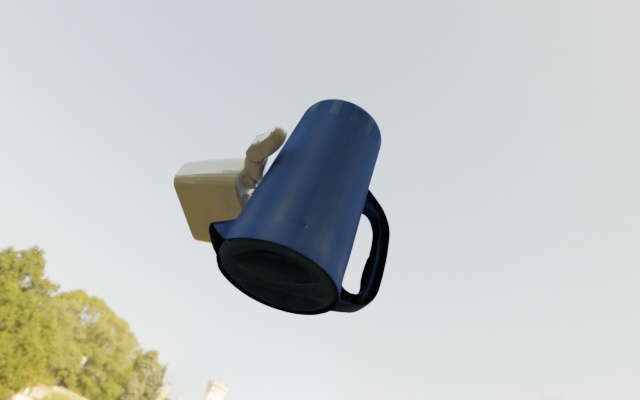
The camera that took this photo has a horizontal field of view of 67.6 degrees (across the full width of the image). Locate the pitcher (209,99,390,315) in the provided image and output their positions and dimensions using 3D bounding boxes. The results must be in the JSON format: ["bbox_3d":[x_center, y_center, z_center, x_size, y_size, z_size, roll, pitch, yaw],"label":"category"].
[{"bbox_3d":[0.000,0.002,0.546,0.145,0.242,0.149,-1,-44,28],"label":"pitcher"}]
